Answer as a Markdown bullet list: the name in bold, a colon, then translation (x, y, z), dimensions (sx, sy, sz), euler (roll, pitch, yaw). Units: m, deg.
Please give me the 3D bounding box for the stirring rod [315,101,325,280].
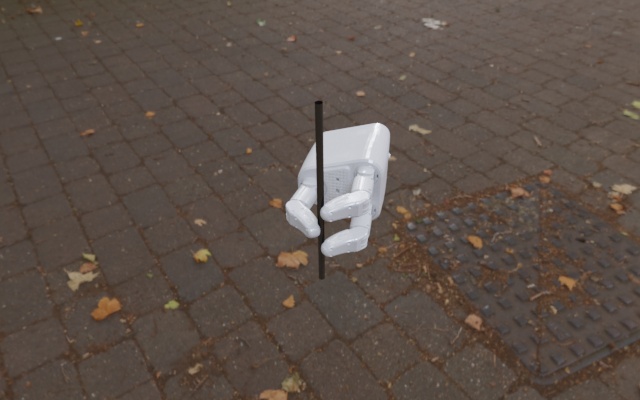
- **stirring rod**: translation (0.000, 0.002, 0.530), dimensions (0.011, 0.240, 0.011), euler (-1, 38, 1)
